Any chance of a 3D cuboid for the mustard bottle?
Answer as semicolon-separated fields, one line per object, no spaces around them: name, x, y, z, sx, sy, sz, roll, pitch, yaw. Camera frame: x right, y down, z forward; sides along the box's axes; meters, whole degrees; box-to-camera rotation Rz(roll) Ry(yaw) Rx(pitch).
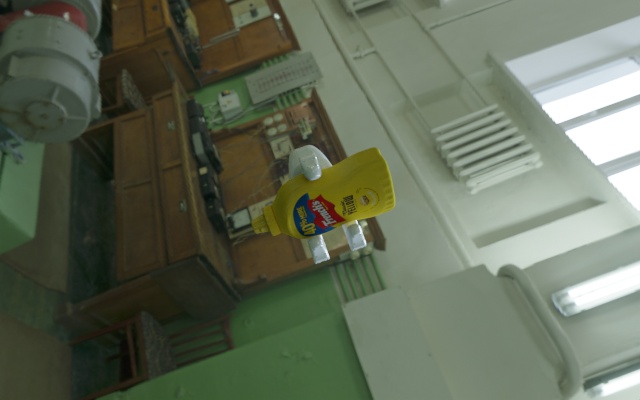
mustard bottle;0.000;0.002;0.637;0.191;0.096;0.058;-20;44;-1
